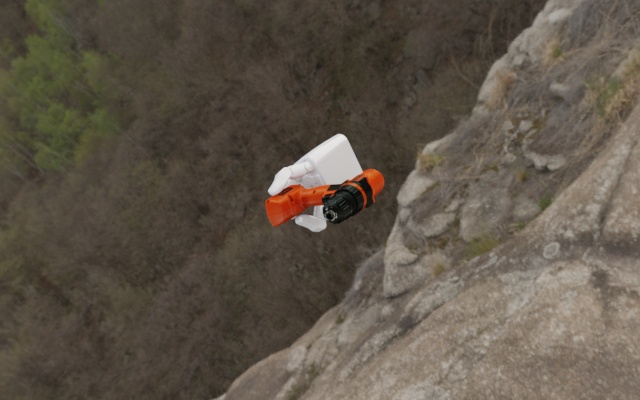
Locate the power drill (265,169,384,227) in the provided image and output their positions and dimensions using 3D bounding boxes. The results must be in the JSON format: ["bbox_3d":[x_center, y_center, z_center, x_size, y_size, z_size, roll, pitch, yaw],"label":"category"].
[{"bbox_3d":[0.000,0.003,0.827,0.187,0.057,0.184,-8,14,32],"label":"power drill"}]
